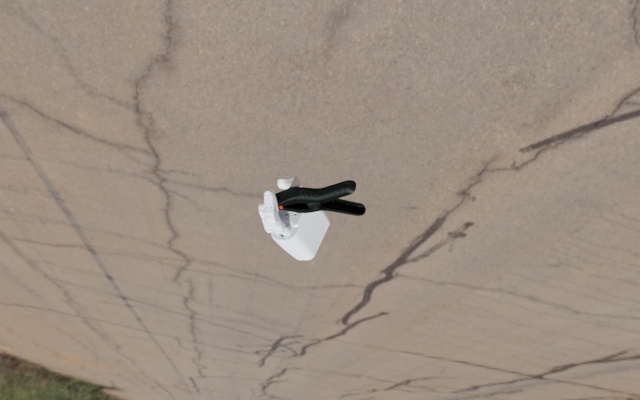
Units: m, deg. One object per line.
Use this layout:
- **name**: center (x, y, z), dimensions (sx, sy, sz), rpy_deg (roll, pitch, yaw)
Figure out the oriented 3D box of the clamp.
- **clamp**: center (0.000, 0.003, 0.877), dimensions (0.171, 0.039, 0.120), rpy_deg (-3, -30, 23)
